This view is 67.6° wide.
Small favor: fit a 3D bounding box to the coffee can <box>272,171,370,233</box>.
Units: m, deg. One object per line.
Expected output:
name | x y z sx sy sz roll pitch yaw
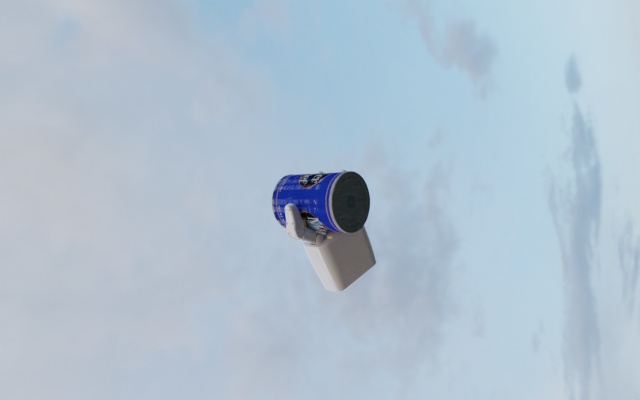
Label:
coffee can | 0.000 0.003 0.830 0.140 0.103 0.103 0 0 42
